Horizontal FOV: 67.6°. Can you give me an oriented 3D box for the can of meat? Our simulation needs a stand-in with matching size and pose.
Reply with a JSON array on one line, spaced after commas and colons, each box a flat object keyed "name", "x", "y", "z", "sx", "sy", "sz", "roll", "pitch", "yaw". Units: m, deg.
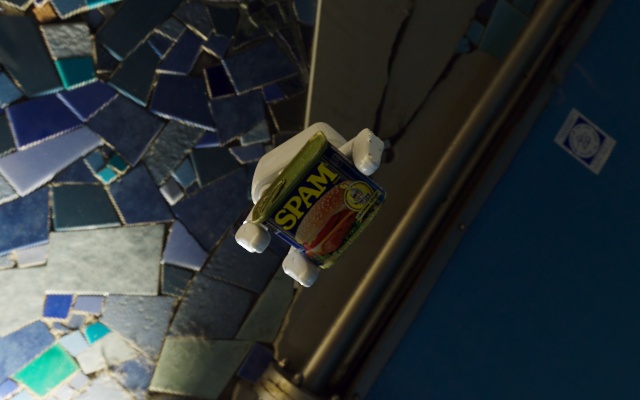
[{"name": "can of meat", "x": 0.000, "y": 0.002, "z": 0.448, "sx": 0.084, "sy": 0.102, "sz": 0.057, "roll": 38, "pitch": 10, "yaw": -18}]
